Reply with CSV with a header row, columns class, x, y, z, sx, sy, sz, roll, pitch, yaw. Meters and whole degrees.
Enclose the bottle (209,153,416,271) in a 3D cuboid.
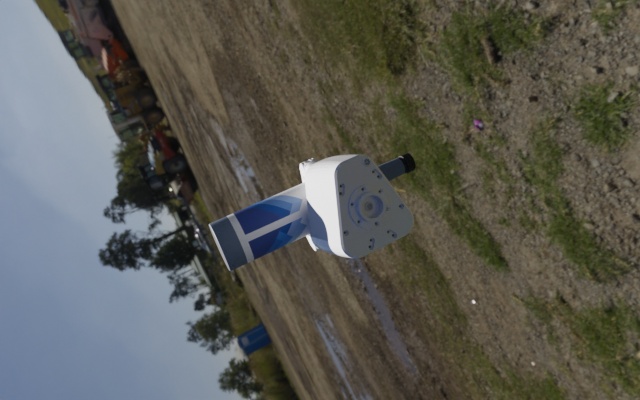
class,x,y,z,sx,sy,sz,roll,pitch,yaw
bottle,0.000,0.002,0.648,0.295,0.069,0.069,-24,7,-15
